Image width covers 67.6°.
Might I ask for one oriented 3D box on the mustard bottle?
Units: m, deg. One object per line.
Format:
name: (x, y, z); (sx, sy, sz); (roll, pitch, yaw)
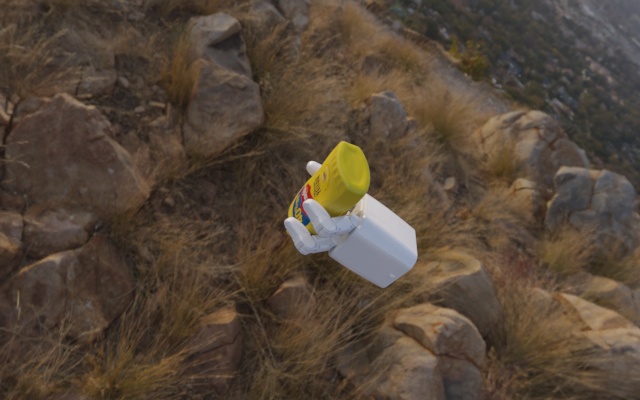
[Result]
mustard bottle: (0.000, 0.002, 0.735); (0.058, 0.096, 0.192); (16, -41, -26)
